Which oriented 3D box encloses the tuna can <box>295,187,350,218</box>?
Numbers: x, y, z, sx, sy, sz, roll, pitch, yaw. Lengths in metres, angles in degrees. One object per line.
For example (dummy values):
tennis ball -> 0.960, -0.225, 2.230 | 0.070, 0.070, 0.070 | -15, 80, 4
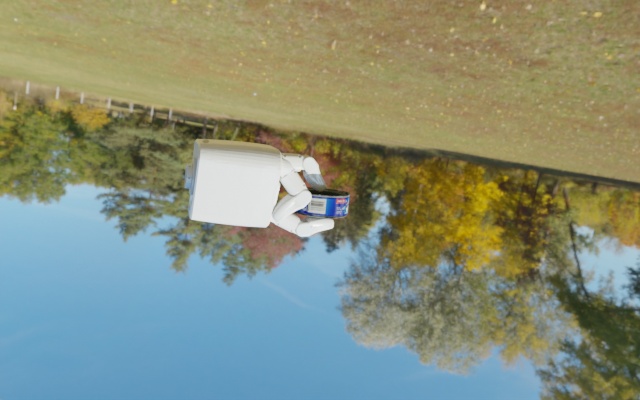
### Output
tuna can -> 0.000, 0.003, 0.716 | 0.086, 0.034, 0.086 | 5, 8, -1
